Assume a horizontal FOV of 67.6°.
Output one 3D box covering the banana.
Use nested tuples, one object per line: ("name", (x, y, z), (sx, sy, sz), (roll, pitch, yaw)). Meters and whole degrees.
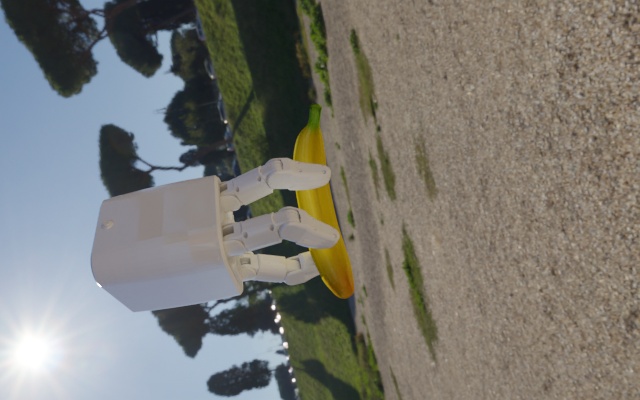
("banana", (-0.002, 0.005, 0.475), (0.037, 0.197, 0.070), (-8, -21, -8))
